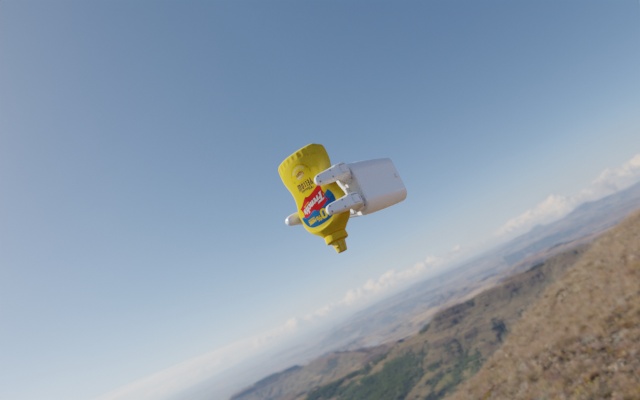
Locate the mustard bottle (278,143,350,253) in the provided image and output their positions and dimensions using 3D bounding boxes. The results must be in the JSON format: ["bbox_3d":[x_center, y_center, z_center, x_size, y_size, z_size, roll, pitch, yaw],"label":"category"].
[{"bbox_3d":[0.000,0.003,0.842,0.096,0.191,0.058,-32,-15,28],"label":"mustard bottle"}]
